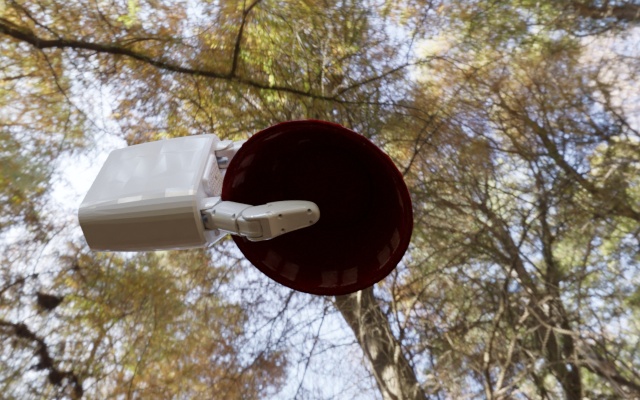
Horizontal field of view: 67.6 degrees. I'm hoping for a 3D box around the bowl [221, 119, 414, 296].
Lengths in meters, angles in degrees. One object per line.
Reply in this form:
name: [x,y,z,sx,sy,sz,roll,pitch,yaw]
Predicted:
bowl: [0.001,0.001,0.413,0.162,0.162,0.055,0,26,15]
